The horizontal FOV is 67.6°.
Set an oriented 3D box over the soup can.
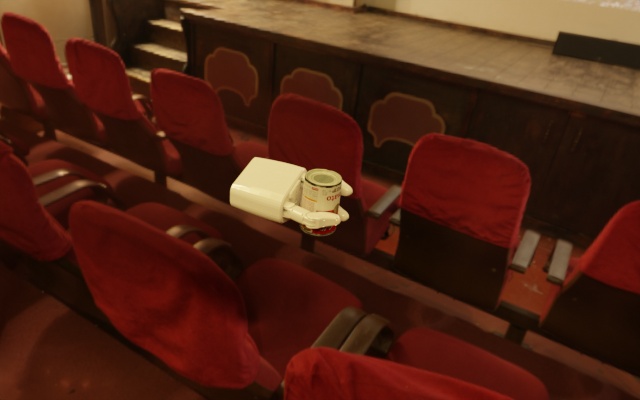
[{"bbox_3d":[0.001,0.003,0.853,0.068,0.102,0.068,5,29,-3],"label":"soup can"}]
